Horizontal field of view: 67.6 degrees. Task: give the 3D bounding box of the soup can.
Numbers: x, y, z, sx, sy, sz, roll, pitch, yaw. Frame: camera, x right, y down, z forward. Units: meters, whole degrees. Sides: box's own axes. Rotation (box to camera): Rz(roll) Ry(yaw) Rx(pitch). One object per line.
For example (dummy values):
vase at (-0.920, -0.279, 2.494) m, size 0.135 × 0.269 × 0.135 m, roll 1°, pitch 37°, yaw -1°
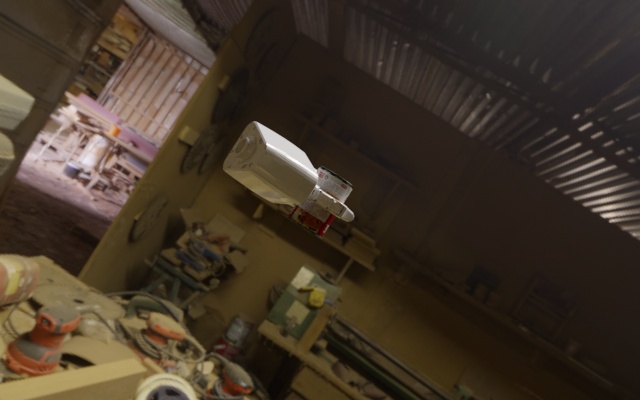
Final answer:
soup can at (0.001, 0.003, 0.794) m, size 0.068 × 0.102 × 0.068 m, roll 33°, pitch -1°, yaw 0°
